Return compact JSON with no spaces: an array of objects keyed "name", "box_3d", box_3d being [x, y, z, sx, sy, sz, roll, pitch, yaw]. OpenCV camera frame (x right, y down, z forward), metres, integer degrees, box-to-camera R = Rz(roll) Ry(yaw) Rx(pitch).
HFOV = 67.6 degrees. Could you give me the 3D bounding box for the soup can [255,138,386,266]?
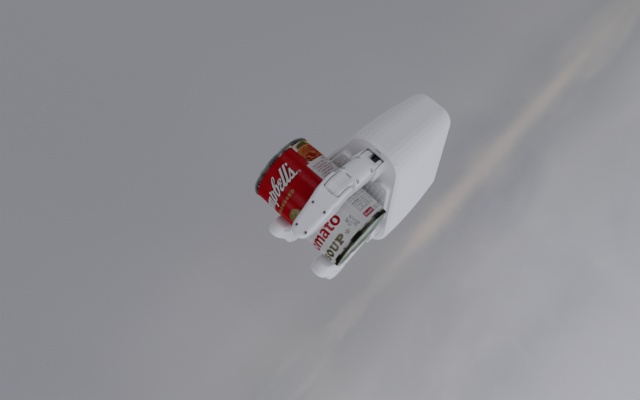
[{"name":"soup can","box_3d":[0.000,0.002,0.432,0.102,0.068,0.068,42,10,11]}]
